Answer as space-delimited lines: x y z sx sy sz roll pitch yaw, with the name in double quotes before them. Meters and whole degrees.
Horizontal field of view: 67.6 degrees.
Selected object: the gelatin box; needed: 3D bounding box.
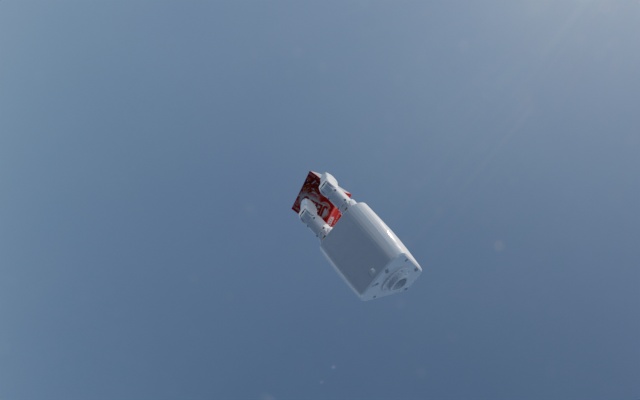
"gelatin box" 0.000 0.002 0.779 0.030 0.073 0.089 16 14 -45
